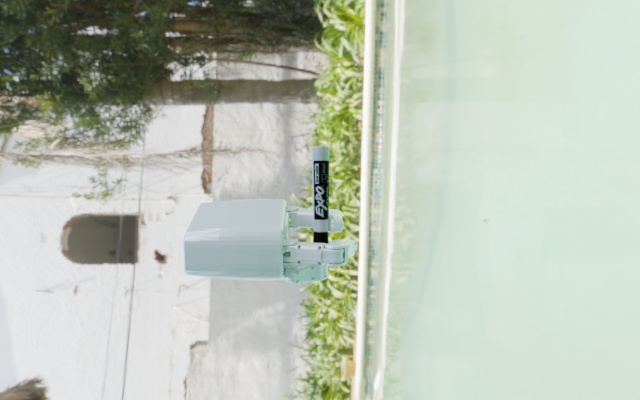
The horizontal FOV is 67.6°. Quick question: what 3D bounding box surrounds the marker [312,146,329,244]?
[{"bbox_3d":[0.000,0.002,0.523,0.020,0.121,0.020,0,5,0],"label":"marker"}]
